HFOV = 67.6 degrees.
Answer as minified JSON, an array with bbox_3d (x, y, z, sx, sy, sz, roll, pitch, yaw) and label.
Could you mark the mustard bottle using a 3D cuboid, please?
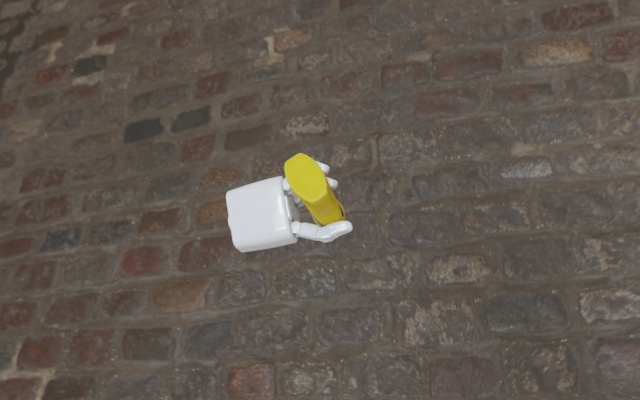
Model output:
[{"bbox_3d":[0.000,0.002,0.823,0.058,0.096,0.192,-35,-30,-2],"label":"mustard bottle"}]
